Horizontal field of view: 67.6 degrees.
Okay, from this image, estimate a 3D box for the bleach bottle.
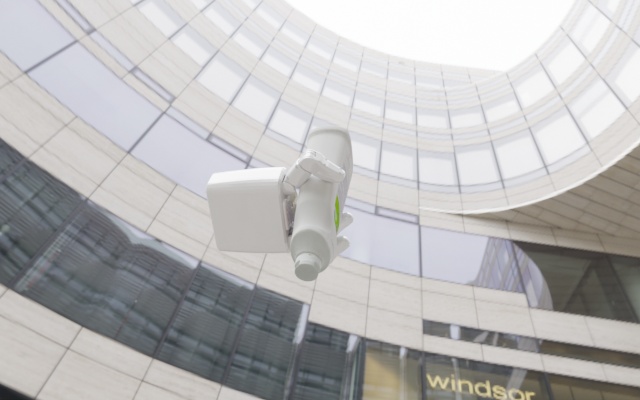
[{"bbox_3d":[0.000,0.002,0.645,0.068,0.103,0.250,-2,36,11],"label":"bleach bottle"}]
